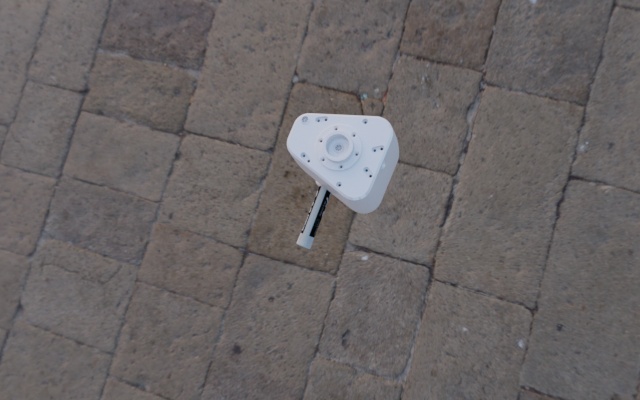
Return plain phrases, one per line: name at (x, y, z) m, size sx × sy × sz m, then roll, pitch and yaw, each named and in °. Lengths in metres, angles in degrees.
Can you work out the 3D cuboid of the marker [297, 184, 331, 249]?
marker at (0.000, 0.002, 0.607) m, size 0.020 × 0.121 × 0.020 m, roll 22°, pitch -2°, yaw 1°
